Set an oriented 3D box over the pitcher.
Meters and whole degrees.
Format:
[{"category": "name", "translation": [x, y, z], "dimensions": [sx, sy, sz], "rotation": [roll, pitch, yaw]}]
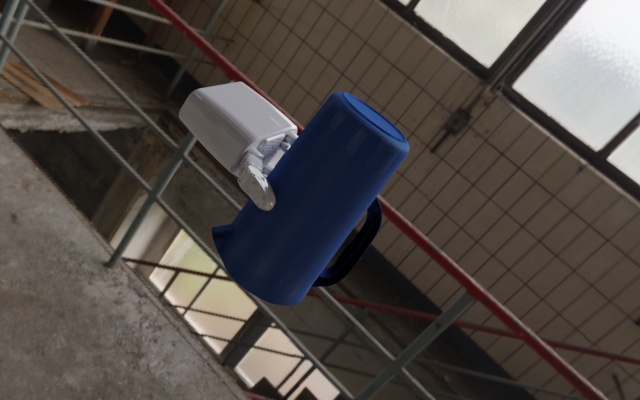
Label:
[{"category": "pitcher", "translation": [0.000, 0.002, 0.574], "dimensions": [0.145, 0.243, 0.149], "rotation": [44, 21, 16]}]
